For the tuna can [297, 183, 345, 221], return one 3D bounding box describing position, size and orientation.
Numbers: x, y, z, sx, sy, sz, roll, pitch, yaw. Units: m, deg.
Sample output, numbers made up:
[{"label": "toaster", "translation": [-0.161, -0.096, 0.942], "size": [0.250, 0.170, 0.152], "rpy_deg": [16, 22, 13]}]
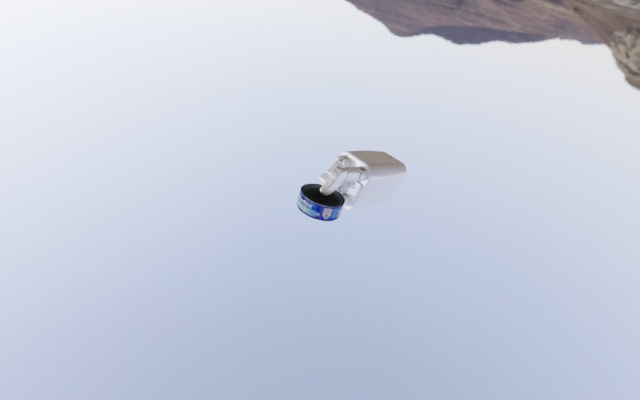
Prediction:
[{"label": "tuna can", "translation": [0.000, 0.003, 0.887], "size": [0.086, 0.034, 0.086], "rpy_deg": [14, 26, -7]}]
